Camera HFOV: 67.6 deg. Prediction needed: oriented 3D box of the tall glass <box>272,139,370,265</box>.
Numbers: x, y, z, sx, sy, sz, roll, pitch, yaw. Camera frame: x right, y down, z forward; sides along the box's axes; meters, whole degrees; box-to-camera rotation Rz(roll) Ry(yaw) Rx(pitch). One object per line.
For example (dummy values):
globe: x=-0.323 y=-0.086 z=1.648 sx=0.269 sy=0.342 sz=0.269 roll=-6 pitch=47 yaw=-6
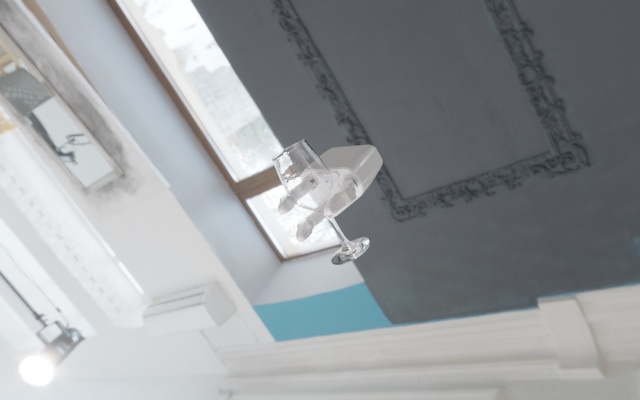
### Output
tall glass: x=0.000 y=0.003 z=0.770 sx=0.079 sy=0.201 sz=0.079 roll=-29 pitch=15 yaw=8
